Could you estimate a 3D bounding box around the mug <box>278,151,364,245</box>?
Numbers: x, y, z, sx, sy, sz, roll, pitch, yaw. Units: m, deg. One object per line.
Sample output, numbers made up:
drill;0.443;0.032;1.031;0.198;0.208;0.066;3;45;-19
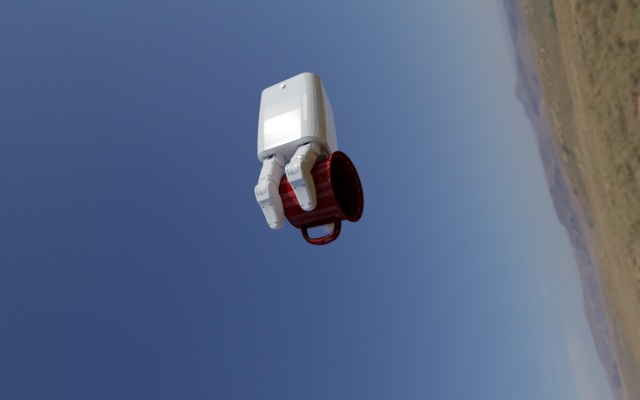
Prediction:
mug;0.000;0.003;0.614;0.081;0.117;0.093;-15;-27;27
